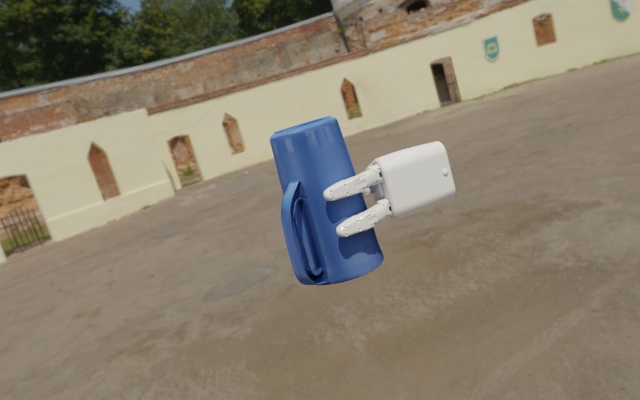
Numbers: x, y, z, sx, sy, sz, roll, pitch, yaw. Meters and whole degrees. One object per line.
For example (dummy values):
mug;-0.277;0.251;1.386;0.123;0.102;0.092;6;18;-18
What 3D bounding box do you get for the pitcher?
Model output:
pitcher;0.000;0.002;0.734;0.145;0.243;0.149;-18;10;-7
